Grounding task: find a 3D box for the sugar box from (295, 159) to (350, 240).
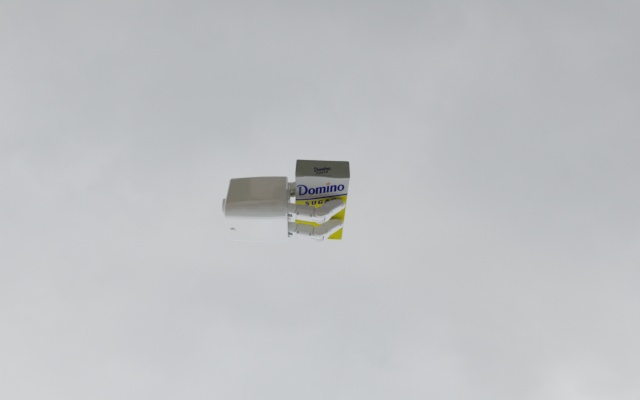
[{"bbox_3d":[0.000,0.003,0.859,0.093,0.048,0.176,2,-38,-1],"label":"sugar box"}]
